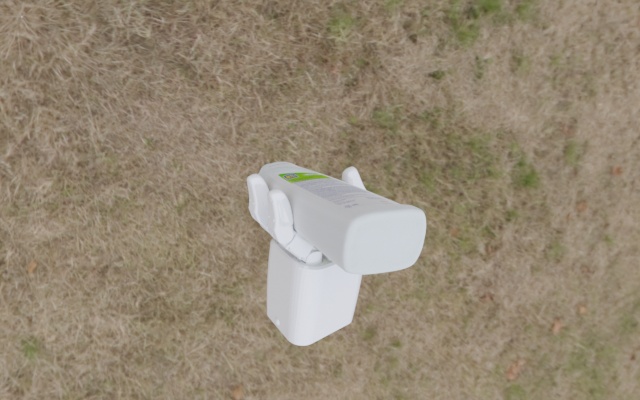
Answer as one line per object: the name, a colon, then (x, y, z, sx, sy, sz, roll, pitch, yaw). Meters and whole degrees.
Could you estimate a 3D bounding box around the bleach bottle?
bleach bottle: (0.000, 0.002, 0.554, 0.102, 0.068, 0.250, -3, 20, -31)
